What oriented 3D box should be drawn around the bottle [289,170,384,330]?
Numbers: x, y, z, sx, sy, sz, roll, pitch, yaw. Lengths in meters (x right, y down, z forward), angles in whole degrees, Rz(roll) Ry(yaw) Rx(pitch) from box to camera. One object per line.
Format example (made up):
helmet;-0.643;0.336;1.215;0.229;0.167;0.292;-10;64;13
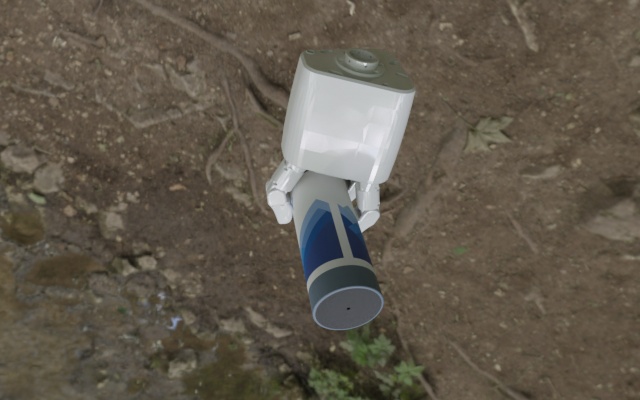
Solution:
bottle;0.000;0.002;0.540;0.069;0.069;0.295;0;41;-13
